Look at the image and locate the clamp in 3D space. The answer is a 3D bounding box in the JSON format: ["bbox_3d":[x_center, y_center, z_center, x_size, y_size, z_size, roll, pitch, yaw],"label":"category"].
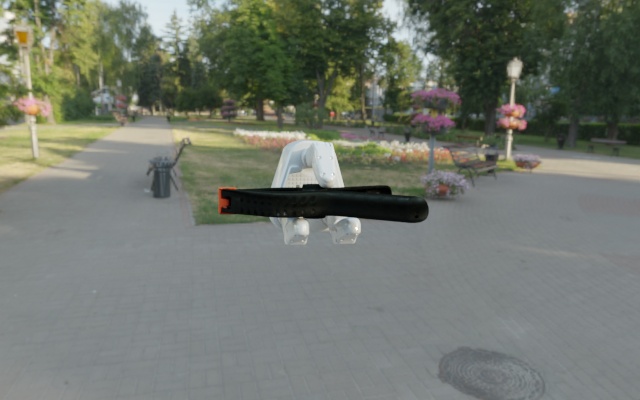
[{"bbox_3d":[0.000,0.001,0.500,0.210,0.036,0.164,0,5,-11],"label":"clamp"}]
